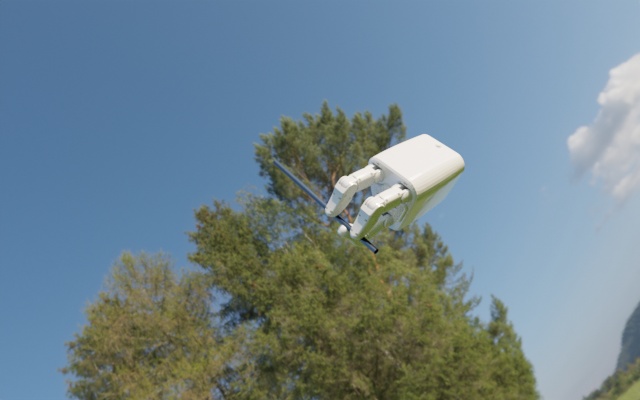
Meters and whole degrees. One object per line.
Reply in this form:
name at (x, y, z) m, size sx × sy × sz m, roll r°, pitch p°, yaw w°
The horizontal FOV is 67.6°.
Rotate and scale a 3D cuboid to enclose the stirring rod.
stirring rod at (0.000, 0.002, 0.693) m, size 0.011 × 0.011 × 0.239 m, roll 0°, pitch 32°, yaw -46°
